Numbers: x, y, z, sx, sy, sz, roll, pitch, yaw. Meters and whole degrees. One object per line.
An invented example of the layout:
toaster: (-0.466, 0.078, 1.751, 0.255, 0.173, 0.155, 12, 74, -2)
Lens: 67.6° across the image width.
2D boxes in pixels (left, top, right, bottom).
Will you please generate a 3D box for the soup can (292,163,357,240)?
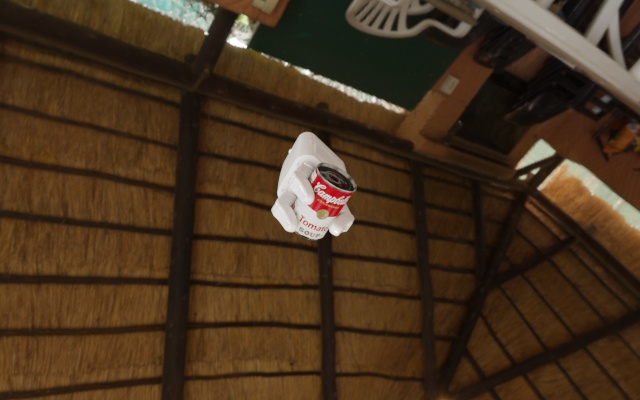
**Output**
soup can: (0.000, 0.003, 0.730, 0.068, 0.102, 0.068, 25, 28, -15)
